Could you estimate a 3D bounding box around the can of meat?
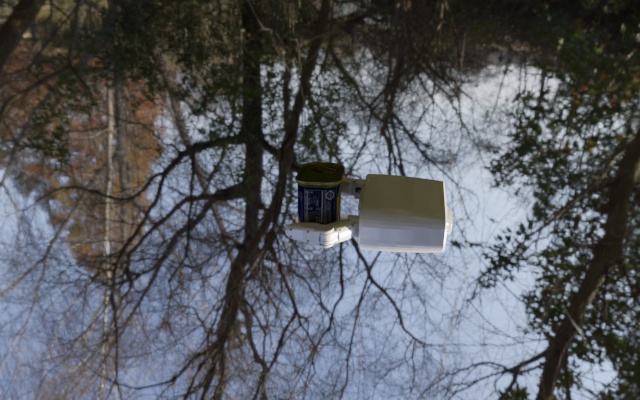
[{"bbox_3d":[0.000,0.002,0.626,0.057,0.084,0.102,3,19,6],"label":"can of meat"}]
